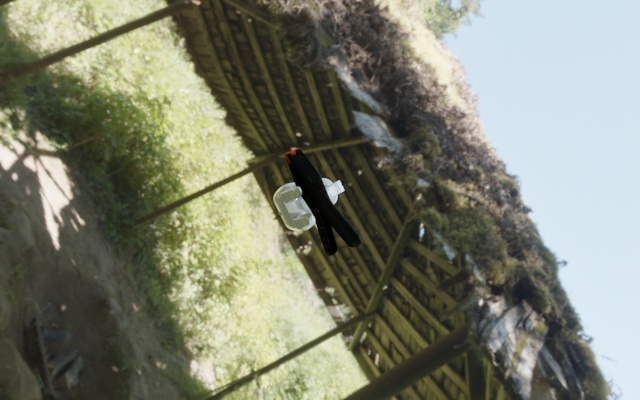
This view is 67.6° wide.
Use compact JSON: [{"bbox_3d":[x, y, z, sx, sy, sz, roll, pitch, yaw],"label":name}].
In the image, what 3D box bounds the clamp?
[{"bbox_3d":[0.001,0.002,0.843,0.036,0.210,0.164,-27,3,-18],"label":"clamp"}]
